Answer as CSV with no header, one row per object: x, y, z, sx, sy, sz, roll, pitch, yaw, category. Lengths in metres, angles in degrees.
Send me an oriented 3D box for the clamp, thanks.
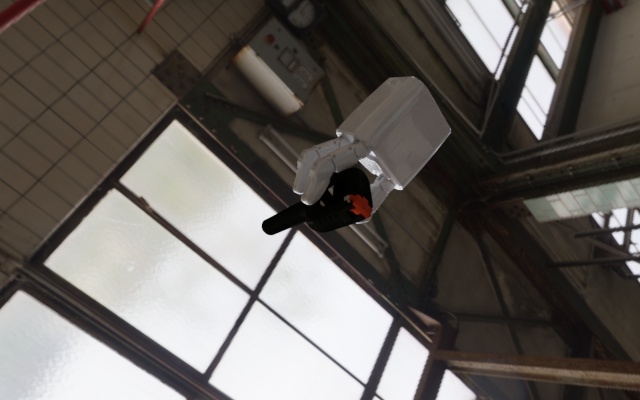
0.001,0.002,0.616,0.036,0.164,0.210,44,-4,-22,clamp
